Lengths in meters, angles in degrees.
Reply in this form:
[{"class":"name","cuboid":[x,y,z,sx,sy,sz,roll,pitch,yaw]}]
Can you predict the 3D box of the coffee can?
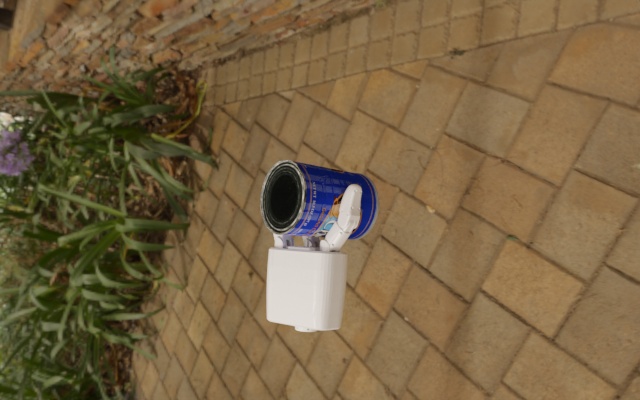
[{"class":"coffee can","cuboid":[0.000,0.002,0.686,0.140,0.103,0.103,8,-5,-40]}]
